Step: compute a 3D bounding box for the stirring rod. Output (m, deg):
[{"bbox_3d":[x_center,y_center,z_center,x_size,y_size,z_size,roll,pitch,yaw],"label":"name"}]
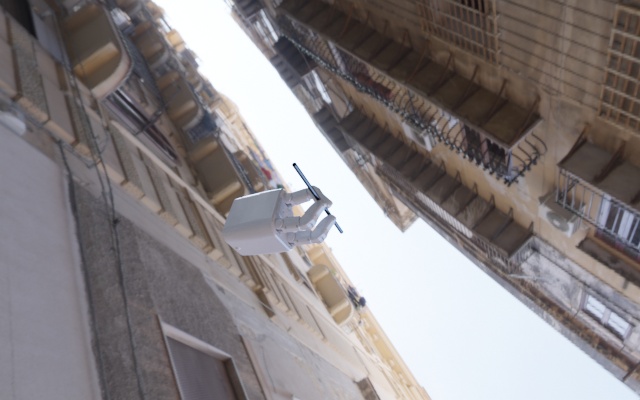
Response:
[{"bbox_3d":[0.000,0.003,0.854,0.011,0.011,0.240,0,-30,24],"label":"stirring rod"}]
